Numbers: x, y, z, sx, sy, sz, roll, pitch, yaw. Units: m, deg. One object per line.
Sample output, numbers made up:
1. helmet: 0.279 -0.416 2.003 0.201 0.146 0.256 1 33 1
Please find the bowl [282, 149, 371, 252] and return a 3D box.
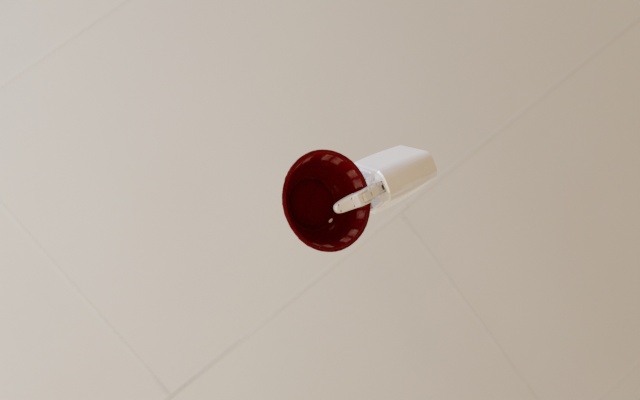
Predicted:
1. bowl: -0.001 0.003 0.764 0.162 0.162 0.055 0 -6 -31
